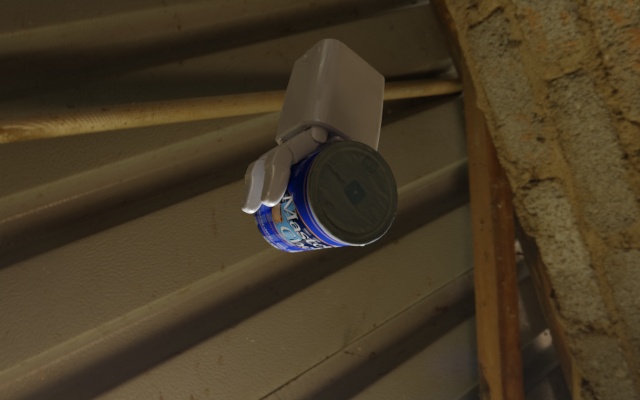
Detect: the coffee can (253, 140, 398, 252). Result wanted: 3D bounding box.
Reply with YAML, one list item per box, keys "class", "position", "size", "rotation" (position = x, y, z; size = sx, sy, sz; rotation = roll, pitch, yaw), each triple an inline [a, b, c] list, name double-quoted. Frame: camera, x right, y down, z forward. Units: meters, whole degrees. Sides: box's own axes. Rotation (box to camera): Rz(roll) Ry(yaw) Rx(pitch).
- class: "coffee can"
  position: [0.000, 0.002, 0.519]
  size: [0.103, 0.103, 0.140]
  rotation: [0, -8, -30]
